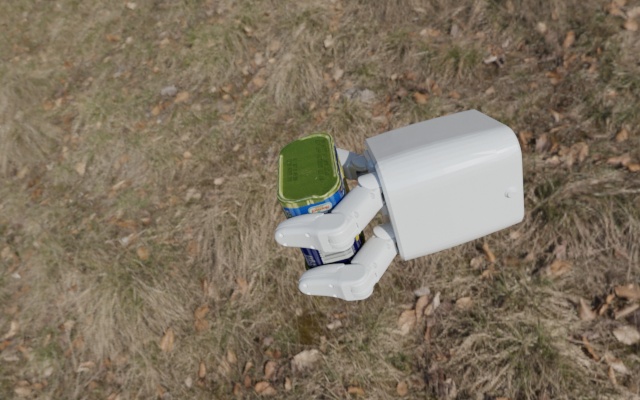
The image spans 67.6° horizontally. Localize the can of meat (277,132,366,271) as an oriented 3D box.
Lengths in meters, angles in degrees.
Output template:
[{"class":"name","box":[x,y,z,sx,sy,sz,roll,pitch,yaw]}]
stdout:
[{"class":"can of meat","box":[0.000,0.001,0.418,0.057,0.084,0.102,-16,37,7]}]
